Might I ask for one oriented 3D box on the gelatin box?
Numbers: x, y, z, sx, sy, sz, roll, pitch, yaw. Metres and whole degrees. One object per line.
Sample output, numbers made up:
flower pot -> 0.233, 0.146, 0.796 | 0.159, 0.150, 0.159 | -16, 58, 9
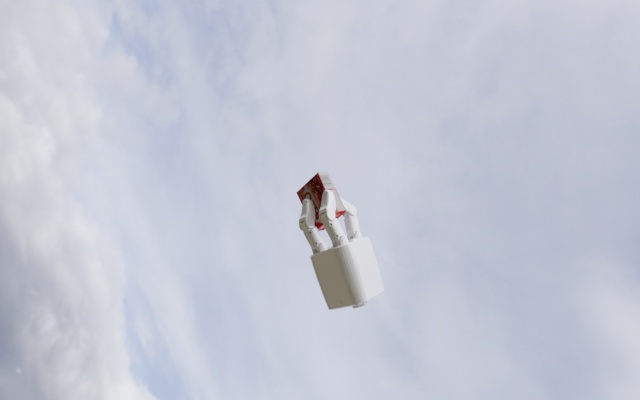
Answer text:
gelatin box -> 0.000, 0.003, 0.888 | 0.030, 0.089, 0.073 | -7, -25, -44
